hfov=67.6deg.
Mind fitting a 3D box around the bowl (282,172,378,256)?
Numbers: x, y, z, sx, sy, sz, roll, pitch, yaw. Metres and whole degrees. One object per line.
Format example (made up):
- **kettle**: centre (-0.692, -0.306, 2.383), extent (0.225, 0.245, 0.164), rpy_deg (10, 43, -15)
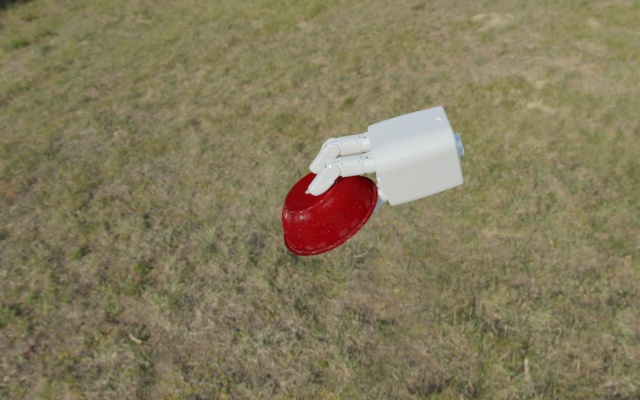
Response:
- **bowl**: centre (-0.001, 0.003, 0.693), extent (0.162, 0.162, 0.055), rpy_deg (0, -44, 46)
